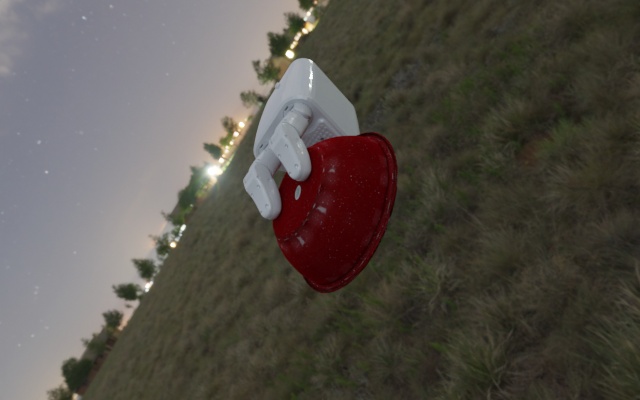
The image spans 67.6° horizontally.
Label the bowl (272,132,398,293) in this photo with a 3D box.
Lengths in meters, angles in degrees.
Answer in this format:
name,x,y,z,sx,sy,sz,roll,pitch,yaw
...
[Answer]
name,x,y,z,sx,sy,sz,roll,pitch,yaw
bowl,0.000,0.002,0.447,0.055,0.162,0.162,21,-10,-26
